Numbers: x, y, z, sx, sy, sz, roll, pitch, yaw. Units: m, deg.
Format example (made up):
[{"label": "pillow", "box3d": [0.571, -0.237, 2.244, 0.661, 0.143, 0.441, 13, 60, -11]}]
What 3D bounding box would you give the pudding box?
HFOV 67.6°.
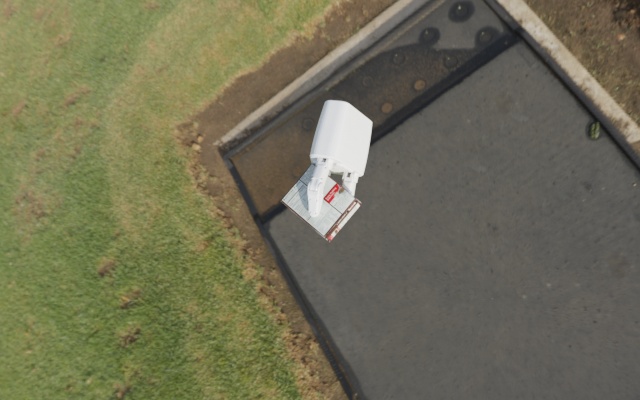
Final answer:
[{"label": "pudding box", "box3d": [0.000, 0.003, 0.836, 0.113, 0.090, 0.039, 39, -1, 24]}]
